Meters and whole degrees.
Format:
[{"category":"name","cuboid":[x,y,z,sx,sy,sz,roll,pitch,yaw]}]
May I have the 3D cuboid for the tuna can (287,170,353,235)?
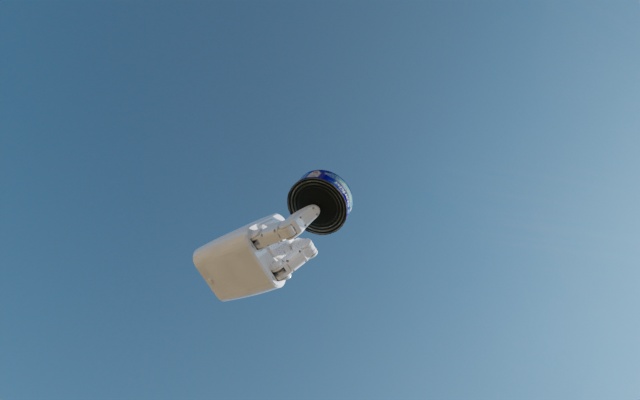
[{"category":"tuna can","cuboid":[0.000,0.002,0.652,0.086,0.086,0.033,0,26,22]}]
